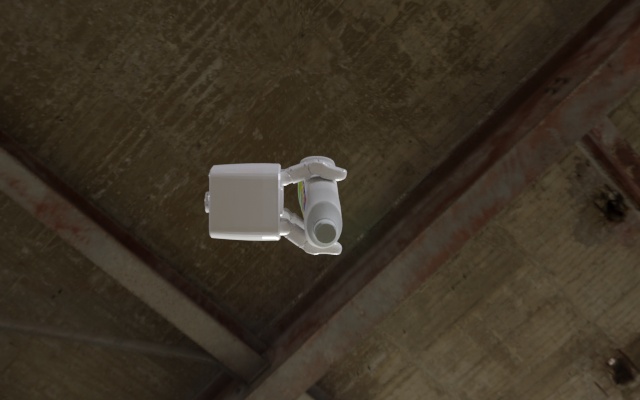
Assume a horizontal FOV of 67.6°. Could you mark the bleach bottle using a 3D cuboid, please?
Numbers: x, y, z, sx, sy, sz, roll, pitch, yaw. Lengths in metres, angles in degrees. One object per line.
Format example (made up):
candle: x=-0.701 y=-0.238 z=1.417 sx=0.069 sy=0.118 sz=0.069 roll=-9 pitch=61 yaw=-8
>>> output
bleach bottle: x=0.000 y=0.003 z=0.749 sx=0.068 sy=0.102 sz=0.250 roll=1 pitch=15 yaw=-4
